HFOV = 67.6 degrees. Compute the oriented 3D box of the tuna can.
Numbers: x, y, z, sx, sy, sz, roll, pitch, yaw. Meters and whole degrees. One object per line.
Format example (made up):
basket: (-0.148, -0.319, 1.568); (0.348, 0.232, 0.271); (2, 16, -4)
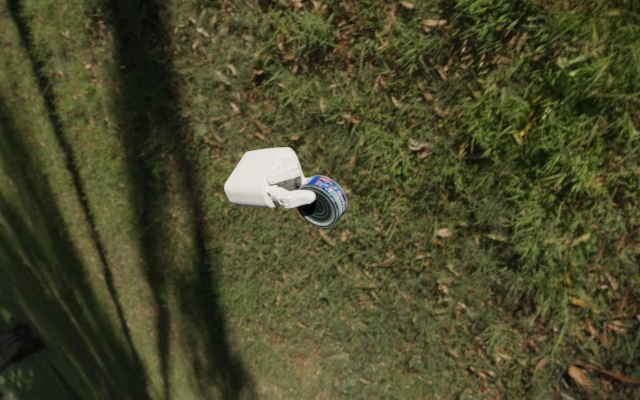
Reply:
tuna can: (0.000, 0.003, 0.801); (0.086, 0.086, 0.033); (0, 31, 36)
